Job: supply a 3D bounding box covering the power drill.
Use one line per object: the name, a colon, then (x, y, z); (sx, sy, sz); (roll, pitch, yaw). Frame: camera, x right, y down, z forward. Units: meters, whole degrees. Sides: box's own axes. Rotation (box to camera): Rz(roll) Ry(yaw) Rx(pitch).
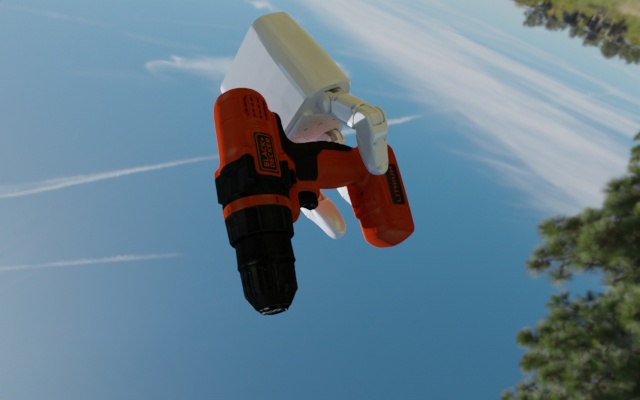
power drill: (0.000, 0.001, 0.414); (0.187, 0.184, 0.057); (7, -26, -43)
